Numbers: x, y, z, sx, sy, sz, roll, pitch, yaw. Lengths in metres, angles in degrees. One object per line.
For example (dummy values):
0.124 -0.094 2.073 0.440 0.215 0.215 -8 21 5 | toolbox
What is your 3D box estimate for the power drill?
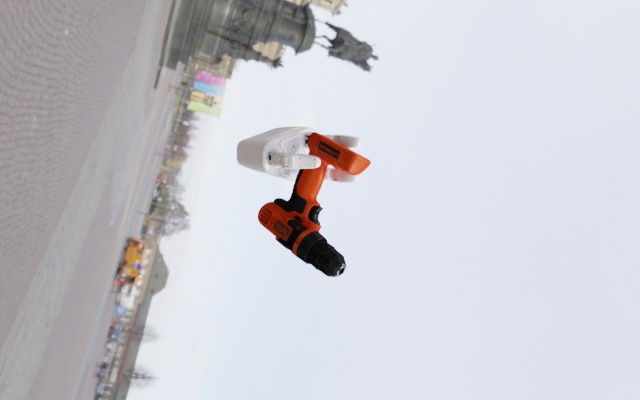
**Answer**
0.000 0.002 0.743 0.184 0.188 0.057 34 10 31 | power drill
